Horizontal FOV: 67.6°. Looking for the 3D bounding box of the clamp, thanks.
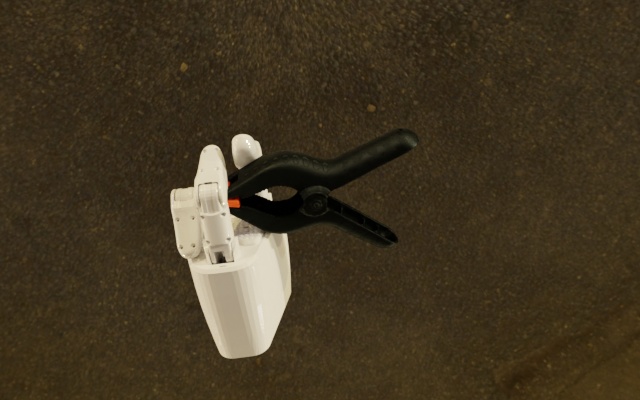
[{"bbox_3d":[0.000,0.002,0.417,0.171,0.120,0.039,-7,29,-1],"label":"clamp"}]
